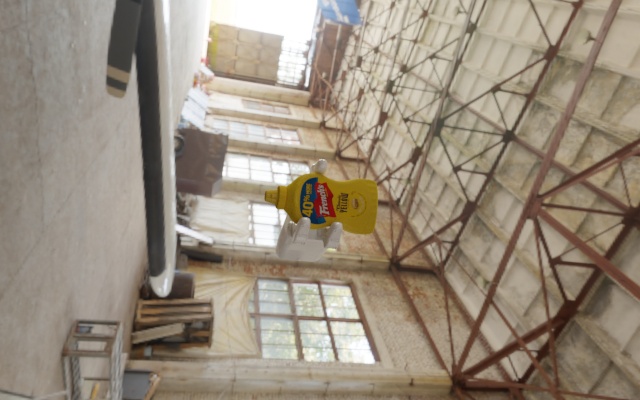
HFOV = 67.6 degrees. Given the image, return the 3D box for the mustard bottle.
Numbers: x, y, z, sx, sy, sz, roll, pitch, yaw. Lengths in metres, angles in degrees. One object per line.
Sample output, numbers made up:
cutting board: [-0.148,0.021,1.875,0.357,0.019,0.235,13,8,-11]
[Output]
mustard bottle: [0.000,0.003,0.817,0.191,0.096,0.058,7,-7,-13]
